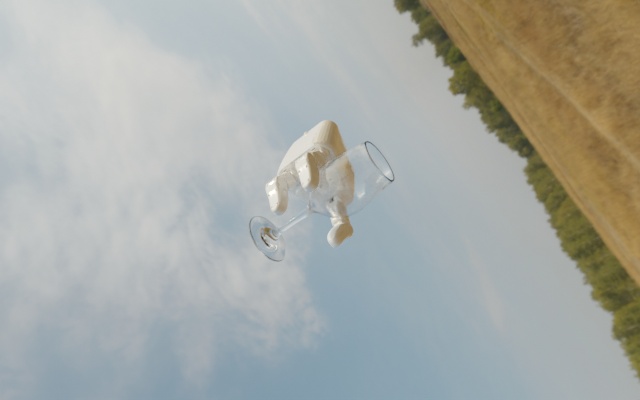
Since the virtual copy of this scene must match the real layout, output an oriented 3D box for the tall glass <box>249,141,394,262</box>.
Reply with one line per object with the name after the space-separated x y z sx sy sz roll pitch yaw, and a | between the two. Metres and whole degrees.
0.000 0.003 0.642 0.201 0.079 0.079 -35 -15 23 | tall glass
